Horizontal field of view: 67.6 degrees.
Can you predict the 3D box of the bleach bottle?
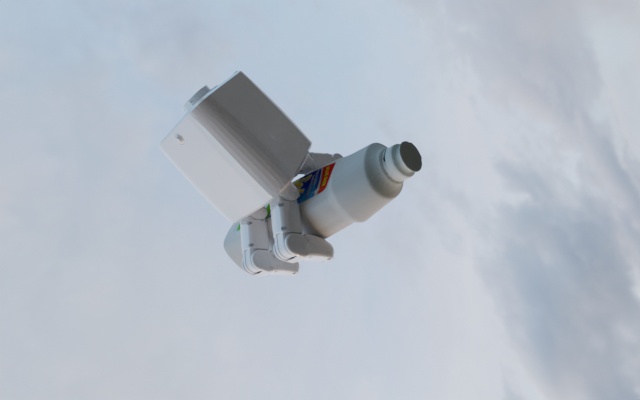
[{"bbox_3d":[0.000,0.002,0.487,0.251,0.068,0.102,-29,20,44],"label":"bleach bottle"}]
